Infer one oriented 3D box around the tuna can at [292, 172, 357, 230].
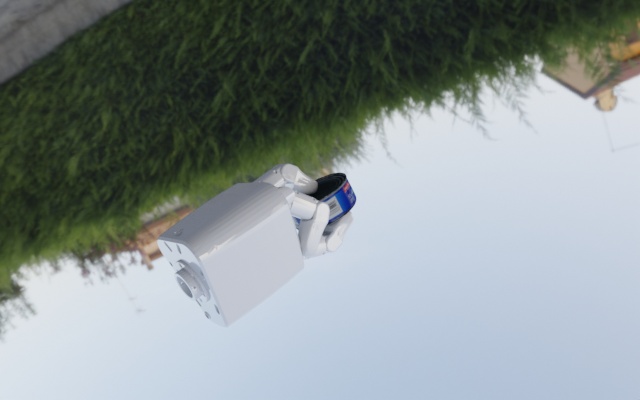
[{"bbox_3d":[0.000,0.002,0.583,0.086,0.034,0.086,-25,18,9],"label":"tuna can"}]
